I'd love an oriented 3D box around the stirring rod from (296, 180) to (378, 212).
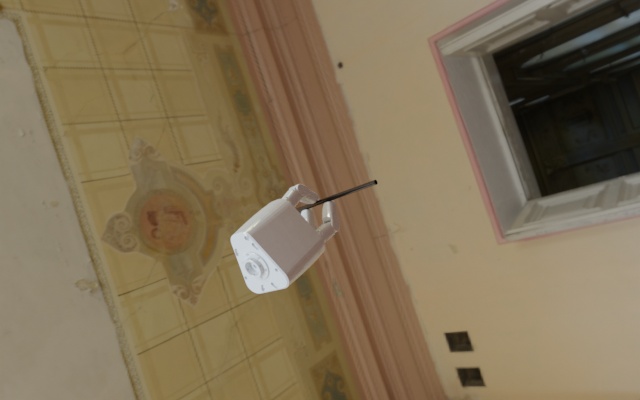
[{"bbox_3d":[0.000,0.003,0.827,0.239,0.011,0.011,-20,-13,40],"label":"stirring rod"}]
